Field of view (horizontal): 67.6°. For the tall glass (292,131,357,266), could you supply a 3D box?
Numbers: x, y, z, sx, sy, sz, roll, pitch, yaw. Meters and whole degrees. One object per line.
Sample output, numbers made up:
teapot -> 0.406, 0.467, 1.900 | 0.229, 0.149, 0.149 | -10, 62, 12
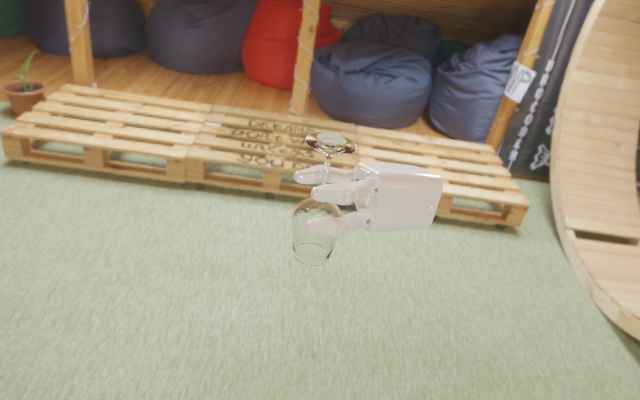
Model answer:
tall glass -> 0.000, 0.002, 0.722 | 0.079, 0.201, 0.079 | 8, 31, -5
